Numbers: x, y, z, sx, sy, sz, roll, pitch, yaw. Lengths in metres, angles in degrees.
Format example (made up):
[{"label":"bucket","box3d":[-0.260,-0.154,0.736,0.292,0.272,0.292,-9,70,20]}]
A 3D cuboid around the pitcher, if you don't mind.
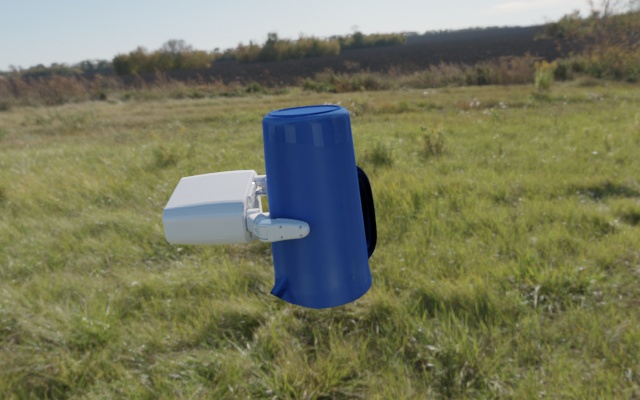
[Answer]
[{"label":"pitcher","box3d":[0.000,0.002,0.623,0.145,0.243,0.149,-4,17,5]}]
